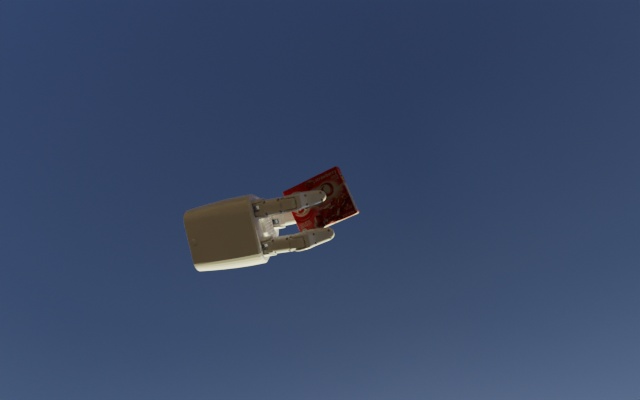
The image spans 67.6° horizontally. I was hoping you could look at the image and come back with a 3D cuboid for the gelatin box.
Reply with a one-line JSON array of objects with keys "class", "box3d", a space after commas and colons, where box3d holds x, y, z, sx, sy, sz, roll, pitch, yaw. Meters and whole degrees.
[{"class": "gelatin box", "box3d": [0.001, 0.002, 0.686, 0.089, 0.073, 0.030, -25, -3, 12]}]
